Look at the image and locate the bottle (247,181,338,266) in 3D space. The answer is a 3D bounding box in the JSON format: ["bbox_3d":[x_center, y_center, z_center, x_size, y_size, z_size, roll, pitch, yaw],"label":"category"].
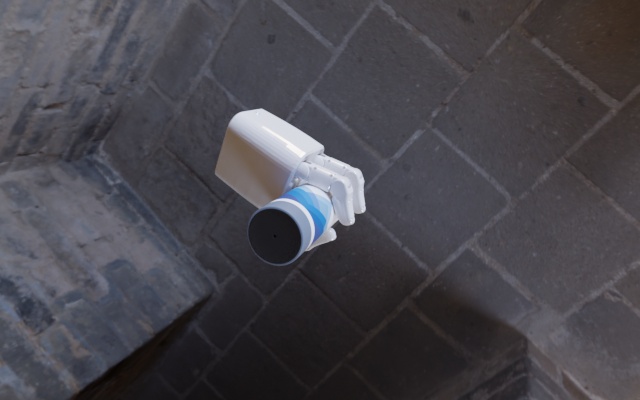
[{"bbox_3d":[0.000,0.002,0.638,0.069,0.069,0.295,0,14,20],"label":"bottle"}]
